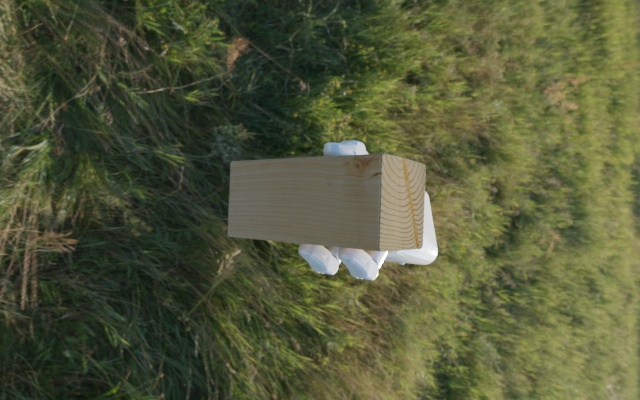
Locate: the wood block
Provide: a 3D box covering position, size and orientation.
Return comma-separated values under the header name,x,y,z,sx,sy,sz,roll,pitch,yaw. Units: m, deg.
name,x,y,z,sx,sy,sz,roll,pitch,yaw
wood block,0.000,0.001,0.524,0.206,0.091,0.090,1,-2,38
